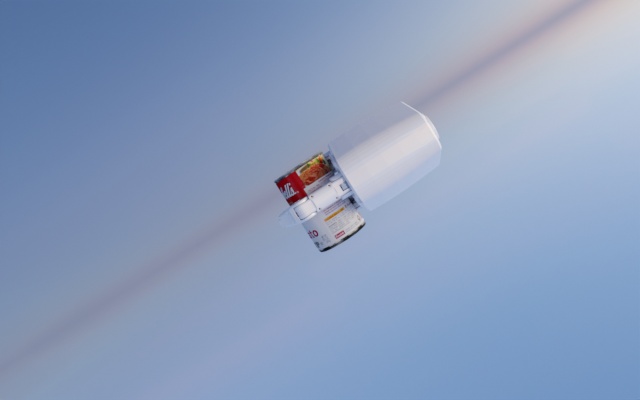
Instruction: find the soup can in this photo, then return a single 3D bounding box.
[{"bbox_3d":[0.000,0.002,0.571,0.068,0.102,0.068,-32,3,2],"label":"soup can"}]
